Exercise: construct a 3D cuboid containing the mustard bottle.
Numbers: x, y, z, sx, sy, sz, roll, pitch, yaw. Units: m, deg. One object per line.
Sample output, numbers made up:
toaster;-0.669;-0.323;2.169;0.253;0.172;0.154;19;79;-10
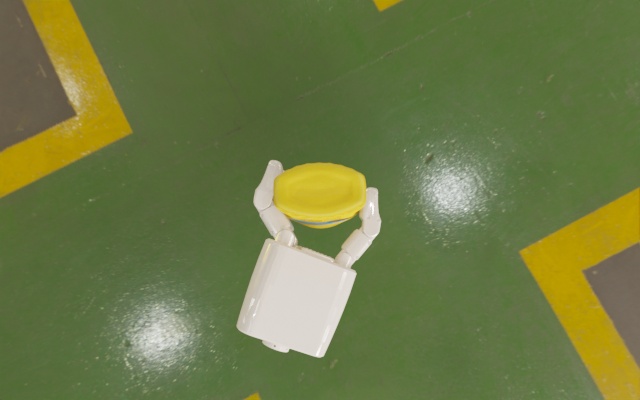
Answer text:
mustard bottle;0.000;0.002;0.575;0.096;0.058;0.191;-4;-8;0
